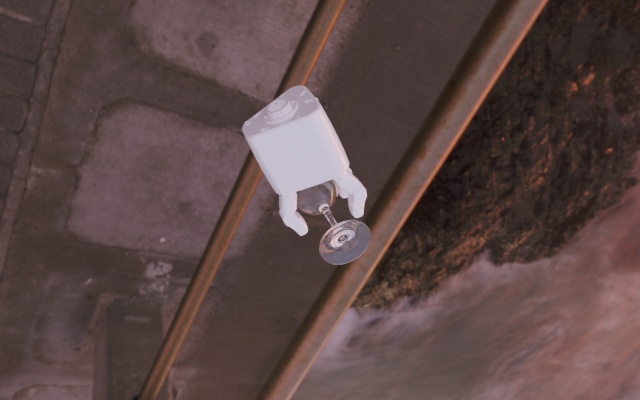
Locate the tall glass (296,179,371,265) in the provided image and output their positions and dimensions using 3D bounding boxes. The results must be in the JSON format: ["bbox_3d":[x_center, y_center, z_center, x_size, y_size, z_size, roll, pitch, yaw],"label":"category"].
[{"bbox_3d":[0.000,0.003,0.713,0.079,0.079,0.201,0,33,-24],"label":"tall glass"}]
